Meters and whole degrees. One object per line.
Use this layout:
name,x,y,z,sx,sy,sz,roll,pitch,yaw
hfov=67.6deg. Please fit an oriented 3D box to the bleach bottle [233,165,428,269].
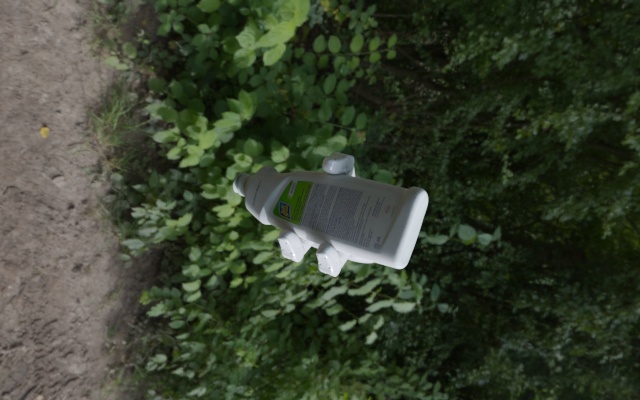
bleach bottle,0.000,0.002,0.609,0.251,0.102,0.068,18,-4,24
